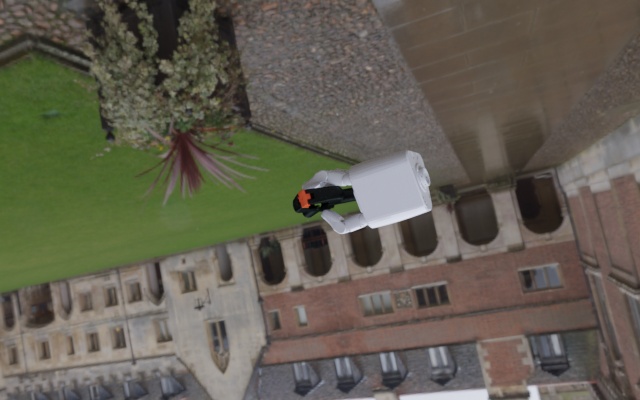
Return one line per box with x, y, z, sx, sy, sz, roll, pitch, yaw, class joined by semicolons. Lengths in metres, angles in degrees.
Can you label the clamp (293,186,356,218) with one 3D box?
0.000;0.004;0.881;0.164;0.036;0.210;-20;-9;26;clamp
